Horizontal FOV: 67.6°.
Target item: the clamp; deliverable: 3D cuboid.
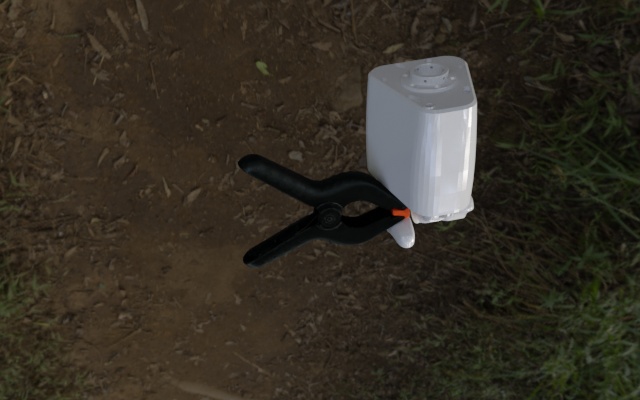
[{"bbox_3d":[0.000,0.002,0.462,0.171,0.120,0.039,-11,36,-7],"label":"clamp"}]
